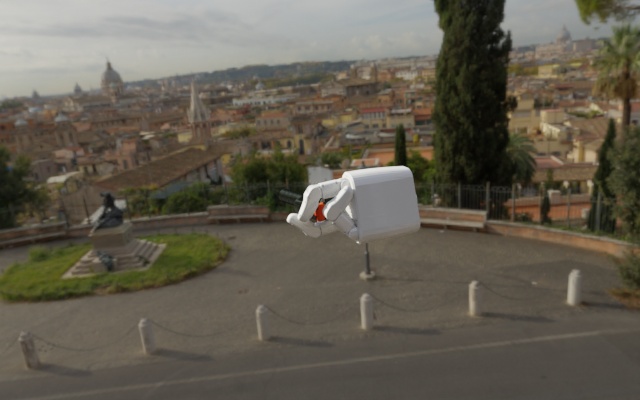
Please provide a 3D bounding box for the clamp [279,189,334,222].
[{"bbox_3d":[0.000,0.002,0.843,0.120,0.039,0.171,-9,16,-14],"label":"clamp"}]
